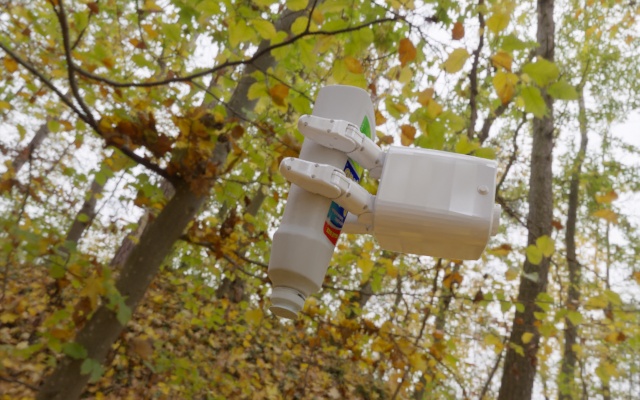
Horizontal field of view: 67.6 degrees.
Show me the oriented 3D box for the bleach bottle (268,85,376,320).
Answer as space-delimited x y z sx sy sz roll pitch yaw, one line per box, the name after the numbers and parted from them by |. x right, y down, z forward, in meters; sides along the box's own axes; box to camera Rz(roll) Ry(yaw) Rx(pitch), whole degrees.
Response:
0.000 0.002 0.493 0.068 0.250 0.103 8 -31 15 | bleach bottle
